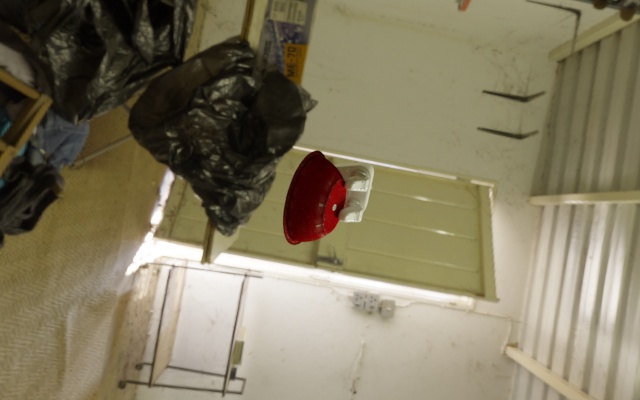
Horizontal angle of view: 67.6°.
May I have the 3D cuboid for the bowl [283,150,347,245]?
[{"bbox_3d":[0.000,0.003,0.779,0.055,0.162,0.162,16,6,20],"label":"bowl"}]
